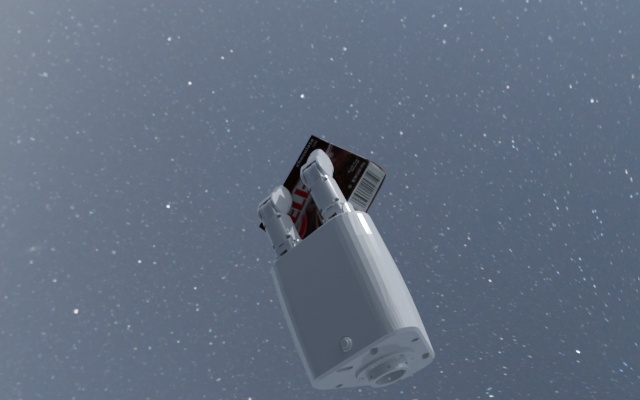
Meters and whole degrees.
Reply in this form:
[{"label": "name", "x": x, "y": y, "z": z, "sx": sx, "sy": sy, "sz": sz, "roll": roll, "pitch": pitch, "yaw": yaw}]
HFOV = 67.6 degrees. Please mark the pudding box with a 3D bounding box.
[{"label": "pudding box", "x": 0.000, "y": 0.002, "z": 0.469, "sx": 0.090, "sy": 0.113, "sz": 0.039, "roll": 31, "pitch": -1, "yaw": 44}]
